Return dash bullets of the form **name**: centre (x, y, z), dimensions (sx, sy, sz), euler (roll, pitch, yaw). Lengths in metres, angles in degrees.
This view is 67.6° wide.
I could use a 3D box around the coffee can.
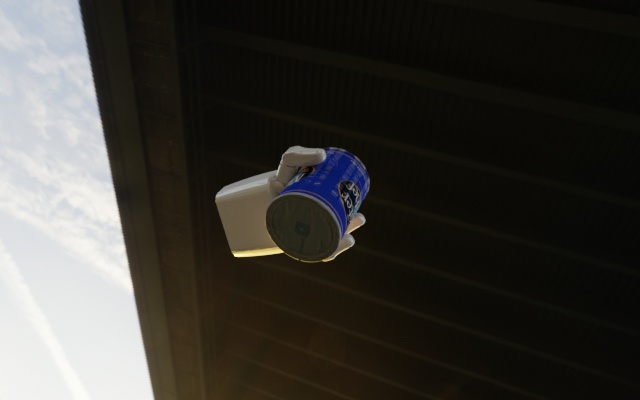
- **coffee can**: centre (0.000, 0.002, 0.657), dimensions (0.103, 0.103, 0.140), euler (0, 30, 24)
